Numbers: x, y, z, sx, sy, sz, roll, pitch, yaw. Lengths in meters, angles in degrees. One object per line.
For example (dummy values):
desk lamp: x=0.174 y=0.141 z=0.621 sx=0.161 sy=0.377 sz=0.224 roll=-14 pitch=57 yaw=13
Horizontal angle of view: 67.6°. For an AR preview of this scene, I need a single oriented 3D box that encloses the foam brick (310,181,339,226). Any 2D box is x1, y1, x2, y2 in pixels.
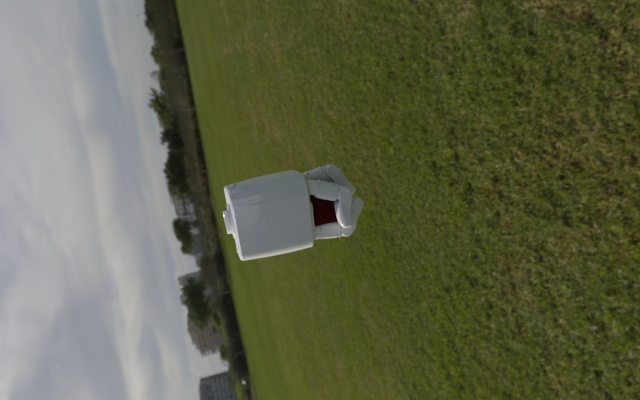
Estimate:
foam brick: x=0.000 y=0.002 z=0.717 sx=0.051 sy=0.053 sz=0.078 roll=-13 pitch=10 yaw=-14
